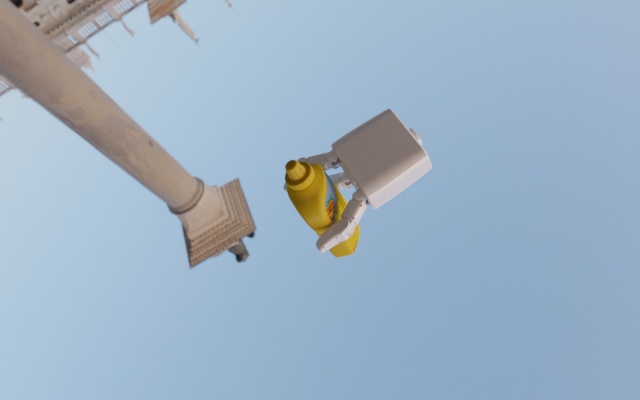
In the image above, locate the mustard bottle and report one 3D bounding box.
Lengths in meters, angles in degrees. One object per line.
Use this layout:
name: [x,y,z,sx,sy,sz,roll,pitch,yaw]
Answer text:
mustard bottle: [0.000,0.003,0.704,0.058,0.096,0.192,-14,-37,19]
